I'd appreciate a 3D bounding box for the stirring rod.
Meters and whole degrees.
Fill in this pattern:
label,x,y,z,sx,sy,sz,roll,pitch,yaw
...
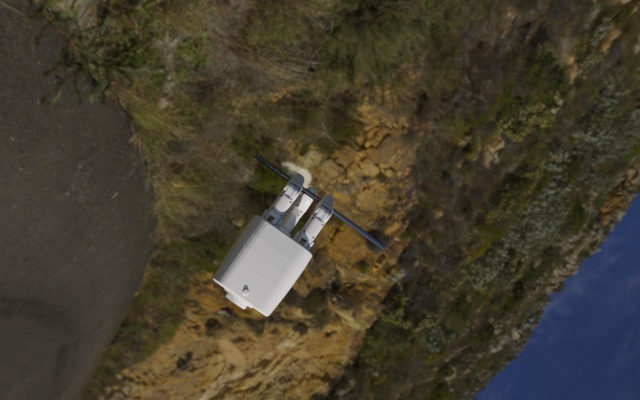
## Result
label,x,y,z,sx,sy,sz,roll,pitch,yaw
stirring rod,0.000,0.002,0.721,0.239,0.011,0.011,36,-4,-6
